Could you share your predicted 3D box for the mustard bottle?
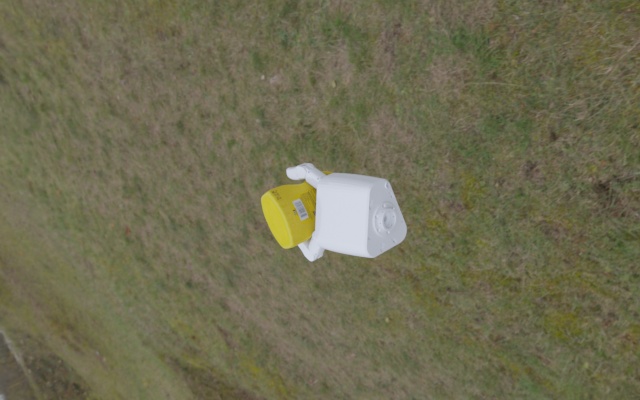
[{"bbox_3d":[0.000,0.003,0.797,0.191,0.096,0.058,-23,-4,-37],"label":"mustard bottle"}]
